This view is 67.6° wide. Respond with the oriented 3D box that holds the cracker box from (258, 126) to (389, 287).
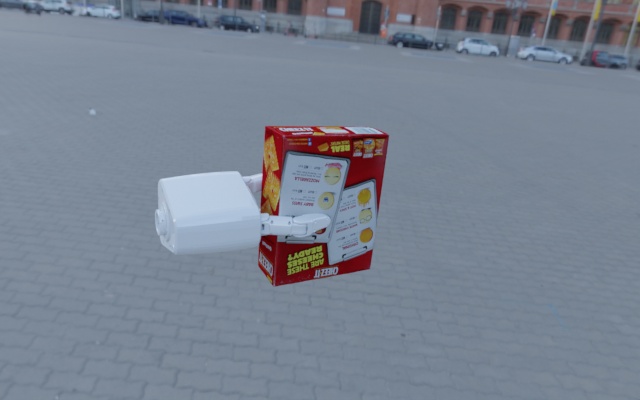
[{"bbox_3d":[0.000,0.002,0.683,0.164,0.214,0.072,-5,23,-28],"label":"cracker box"}]
